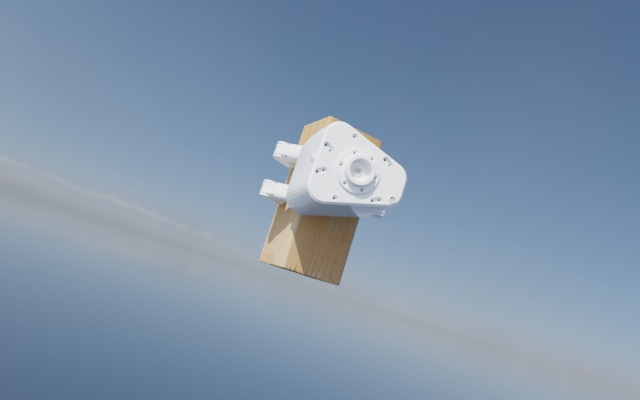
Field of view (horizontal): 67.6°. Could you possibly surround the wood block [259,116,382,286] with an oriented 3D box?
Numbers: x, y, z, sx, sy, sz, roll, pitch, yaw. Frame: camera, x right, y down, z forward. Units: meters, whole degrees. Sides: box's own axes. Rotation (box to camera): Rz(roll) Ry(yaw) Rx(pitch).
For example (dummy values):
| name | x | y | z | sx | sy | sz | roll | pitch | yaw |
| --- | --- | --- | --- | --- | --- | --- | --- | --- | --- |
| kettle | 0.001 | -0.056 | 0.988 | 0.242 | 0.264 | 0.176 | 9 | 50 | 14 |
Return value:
| name | x | y | z | sx | sy | sz | roll | pitch | yaw |
| --- | --- | --- | --- | --- | --- | --- | --- | --- | --- |
| wood block | 0.001 | 0.002 | 0.663 | 0.091 | 0.206 | 0.090 | 23 | -11 | -24 |
